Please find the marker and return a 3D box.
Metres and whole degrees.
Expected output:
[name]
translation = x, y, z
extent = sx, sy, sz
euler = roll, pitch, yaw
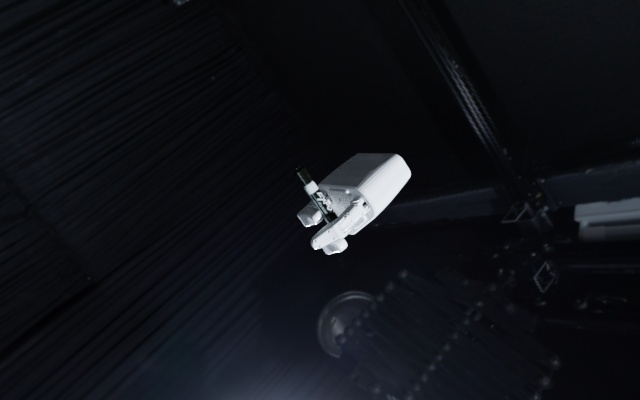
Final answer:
[marker]
translation = 0.000, 0.002, 0.675
extent = 0.020, 0.121, 0.020
euler = -32, 13, 8
